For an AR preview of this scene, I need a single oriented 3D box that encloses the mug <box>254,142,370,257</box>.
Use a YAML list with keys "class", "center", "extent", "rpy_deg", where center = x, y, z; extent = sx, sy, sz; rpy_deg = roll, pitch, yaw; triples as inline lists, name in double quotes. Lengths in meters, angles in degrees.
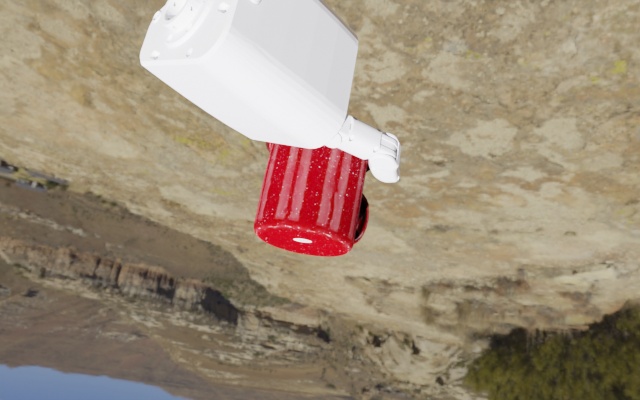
- class: "mug"
  center: [0.001, 0.002, 0.402]
  extent: [0.093, 0.081, 0.117]
  rpy_deg: [-7, -27, 41]
